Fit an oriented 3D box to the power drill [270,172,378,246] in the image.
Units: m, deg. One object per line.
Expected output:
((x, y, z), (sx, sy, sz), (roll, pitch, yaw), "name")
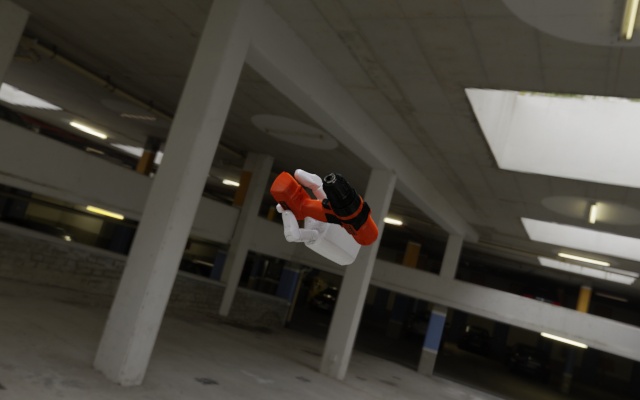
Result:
((0.000, 0.003, 0.855), (0.187, 0.057, 0.184), (18, -27, 39), "power drill")
